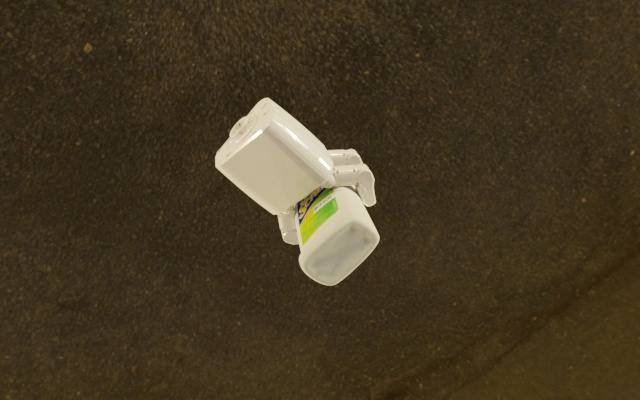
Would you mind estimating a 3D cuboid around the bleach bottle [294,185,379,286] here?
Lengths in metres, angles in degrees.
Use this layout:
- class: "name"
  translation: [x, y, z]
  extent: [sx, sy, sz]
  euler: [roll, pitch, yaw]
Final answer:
- class: "bleach bottle"
  translation: [0.000, 0.002, 0.673]
  extent: [0.068, 0.102, 0.250]
  euler: [38, 14, -28]
